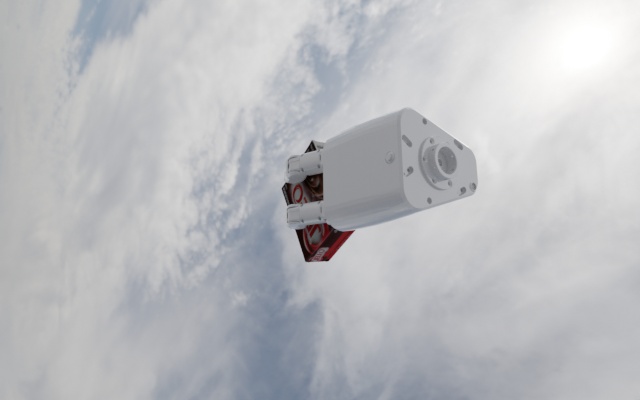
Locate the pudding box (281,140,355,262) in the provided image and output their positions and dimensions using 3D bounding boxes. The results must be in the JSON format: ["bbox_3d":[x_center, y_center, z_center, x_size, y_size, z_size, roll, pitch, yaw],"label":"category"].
[{"bbox_3d":[0.000,0.002,0.553,0.039,0.113,0.090,6,-42,-32],"label":"pudding box"}]
